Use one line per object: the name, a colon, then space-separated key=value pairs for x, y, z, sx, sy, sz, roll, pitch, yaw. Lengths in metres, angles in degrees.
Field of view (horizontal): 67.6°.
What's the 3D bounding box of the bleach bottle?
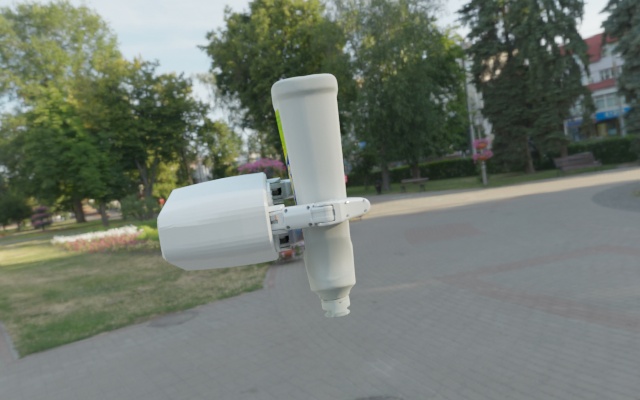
bleach bottle: x=0.000 y=0.002 z=0.513 sx=0.068 sy=0.251 sz=0.102 roll=-9 pitch=3 yaw=-3
